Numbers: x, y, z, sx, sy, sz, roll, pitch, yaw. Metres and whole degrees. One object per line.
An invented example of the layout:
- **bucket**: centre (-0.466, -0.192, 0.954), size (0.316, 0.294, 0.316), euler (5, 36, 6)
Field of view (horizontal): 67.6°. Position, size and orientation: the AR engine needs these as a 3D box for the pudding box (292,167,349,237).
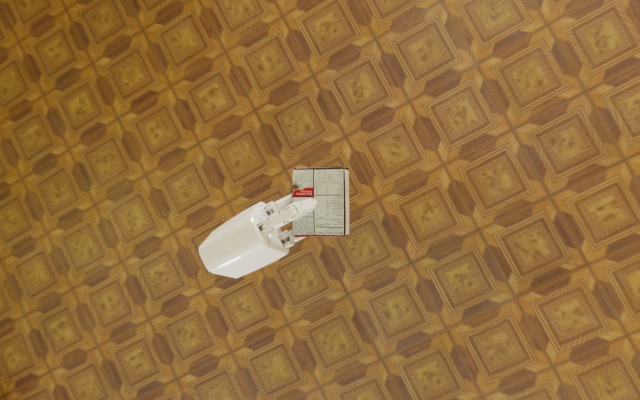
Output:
- **pudding box**: centre (0.000, 0.003, 0.769), size (0.090, 0.113, 0.039), euler (0, 1, 12)
